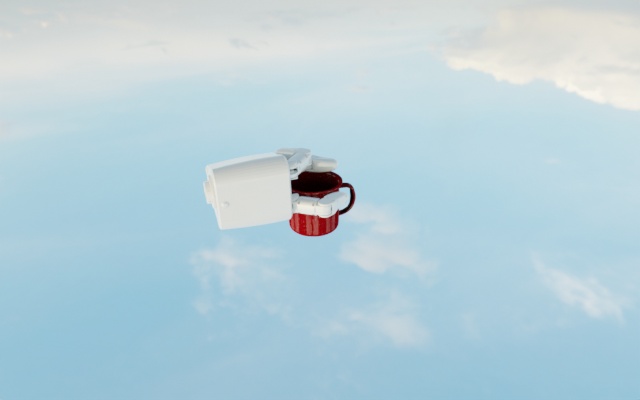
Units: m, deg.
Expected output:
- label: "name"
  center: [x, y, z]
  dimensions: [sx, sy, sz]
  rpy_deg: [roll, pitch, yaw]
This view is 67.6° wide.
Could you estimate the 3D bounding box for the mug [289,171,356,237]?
- label: "mug"
  center: [0.001, 0.002, 0.765]
  dimensions: [0.117, 0.081, 0.093]
  rpy_deg: [-10, 28, -16]
